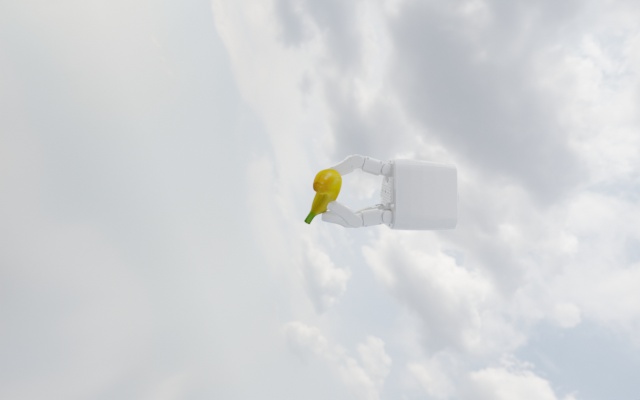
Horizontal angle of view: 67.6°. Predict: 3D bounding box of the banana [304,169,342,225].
[{"bbox_3d":[0.008,-0.012,0.730,0.037,0.069,0.198,26,-18,4],"label":"banana"}]
